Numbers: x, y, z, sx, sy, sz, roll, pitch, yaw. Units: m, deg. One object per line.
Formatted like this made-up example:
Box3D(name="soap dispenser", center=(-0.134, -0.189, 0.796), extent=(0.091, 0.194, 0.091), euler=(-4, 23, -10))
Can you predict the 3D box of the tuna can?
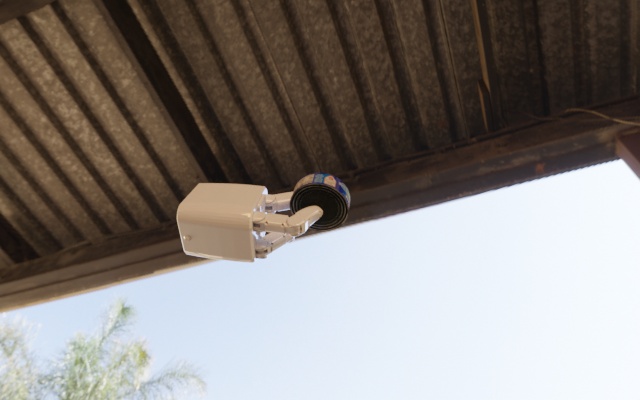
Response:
Box3D(name="tuna can", center=(0.000, 0.002, 0.692), extent=(0.086, 0.086, 0.033), euler=(0, 37, 11))
